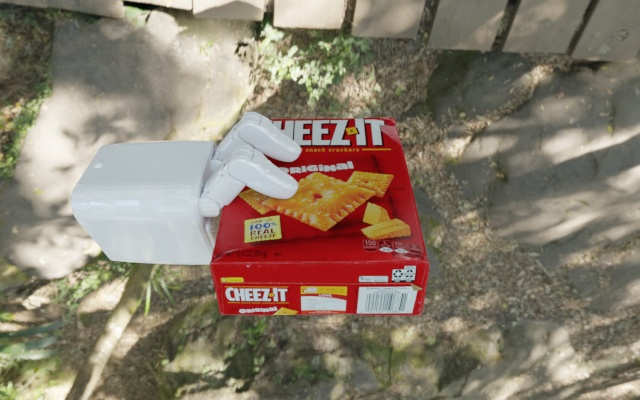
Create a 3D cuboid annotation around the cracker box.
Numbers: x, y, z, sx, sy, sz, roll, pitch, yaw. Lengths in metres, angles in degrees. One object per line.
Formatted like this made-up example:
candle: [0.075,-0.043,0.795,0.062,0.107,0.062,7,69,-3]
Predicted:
cracker box: [0.000,0.002,0.443,0.164,0.072,0.213,0,40,0]
